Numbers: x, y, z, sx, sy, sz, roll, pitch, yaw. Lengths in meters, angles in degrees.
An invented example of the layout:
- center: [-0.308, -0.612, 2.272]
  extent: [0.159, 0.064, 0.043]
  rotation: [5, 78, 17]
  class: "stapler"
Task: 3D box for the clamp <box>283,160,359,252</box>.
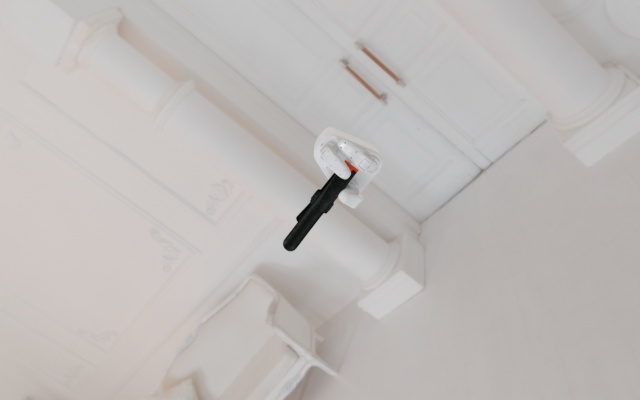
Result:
- center: [0.000, 0.002, 0.798]
  extent: [0.039, 0.171, 0.120]
  rotation: [39, 13, -12]
  class: "clamp"
